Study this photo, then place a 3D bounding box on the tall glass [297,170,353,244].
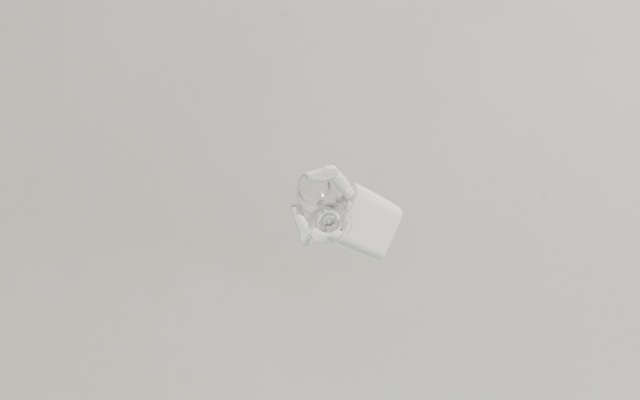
[{"bbox_3d":[0.000,0.003,0.867,0.079,0.079,0.201,0,21,-10],"label":"tall glass"}]
